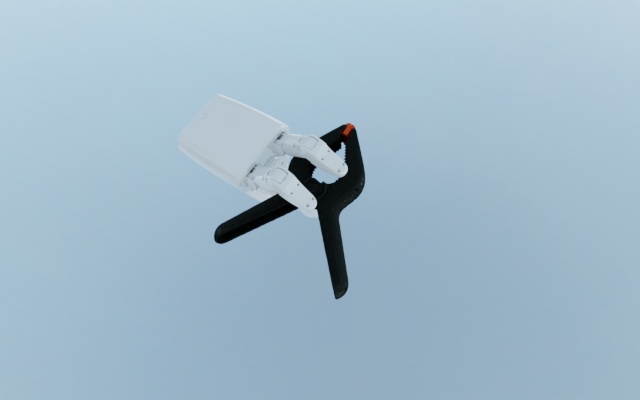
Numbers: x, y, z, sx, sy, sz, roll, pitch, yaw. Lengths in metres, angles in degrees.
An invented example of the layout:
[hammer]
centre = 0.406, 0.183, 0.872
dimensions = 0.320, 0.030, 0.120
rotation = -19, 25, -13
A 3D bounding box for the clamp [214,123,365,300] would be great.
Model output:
[clamp]
centre = 0.000, 0.002, 0.556
dimensions = 0.164, 0.210, 0.036
rotation = 30, -21, 17
